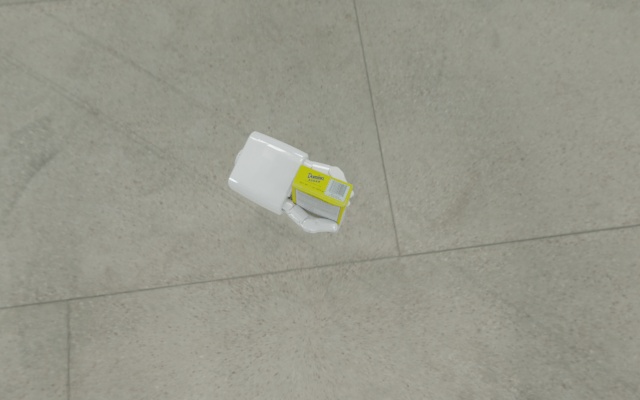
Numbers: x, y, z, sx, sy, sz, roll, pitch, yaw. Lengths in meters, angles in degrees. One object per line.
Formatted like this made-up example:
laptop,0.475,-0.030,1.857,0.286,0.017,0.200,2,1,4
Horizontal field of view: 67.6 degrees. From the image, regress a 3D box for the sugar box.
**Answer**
sugar box,0.000,0.002,0.828,0.093,0.048,0.176,23,-15,4
